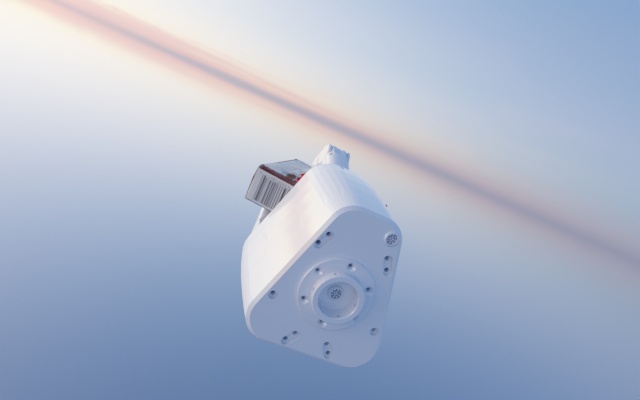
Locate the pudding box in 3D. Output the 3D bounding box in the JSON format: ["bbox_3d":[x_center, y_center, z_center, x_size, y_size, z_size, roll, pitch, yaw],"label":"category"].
[{"bbox_3d":[0.000,0.001,0.453,0.113,0.039,0.090,30,16,13],"label":"pudding box"}]
